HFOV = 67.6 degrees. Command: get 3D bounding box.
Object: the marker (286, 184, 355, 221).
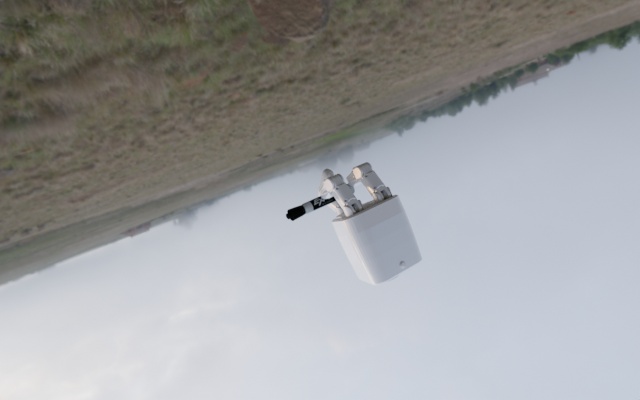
[{"bbox_3d":[0.000,0.002,0.738,0.121,0.020,0.020,-24,11,-26],"label":"marker"}]
